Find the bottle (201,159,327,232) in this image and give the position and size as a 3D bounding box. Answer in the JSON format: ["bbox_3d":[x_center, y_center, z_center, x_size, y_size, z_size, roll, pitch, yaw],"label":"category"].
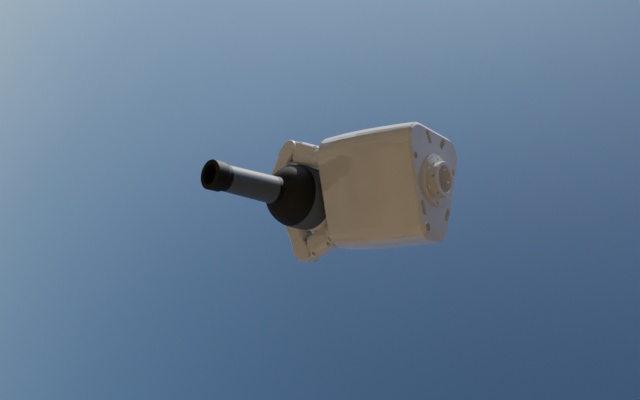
[{"bbox_3d":[0.000,0.002,0.526,0.069,0.069,0.296,0,-10,42],"label":"bottle"}]
